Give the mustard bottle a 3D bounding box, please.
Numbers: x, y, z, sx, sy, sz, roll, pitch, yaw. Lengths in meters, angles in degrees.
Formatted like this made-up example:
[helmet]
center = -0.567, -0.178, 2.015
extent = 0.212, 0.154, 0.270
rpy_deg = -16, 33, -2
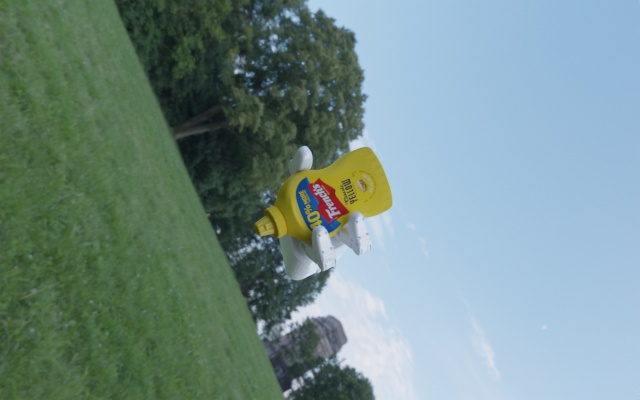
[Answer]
[mustard bottle]
center = 0.000, 0.002, 0.641
extent = 0.191, 0.096, 0.058
rpy_deg = -24, 6, -22
